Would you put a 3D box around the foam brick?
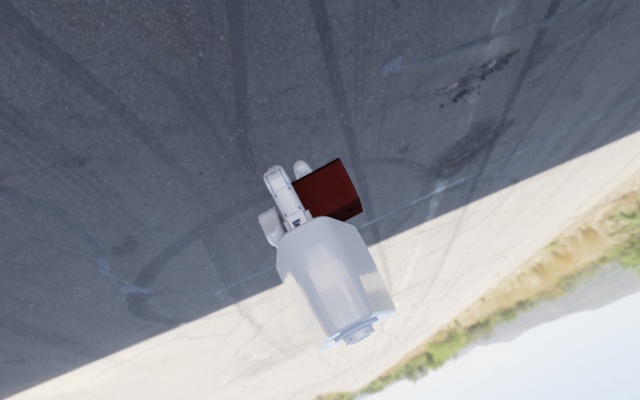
[{"bbox_3d":[0.000,0.001,0.512,0.078,0.051,0.053,-28,-21,0],"label":"foam brick"}]
